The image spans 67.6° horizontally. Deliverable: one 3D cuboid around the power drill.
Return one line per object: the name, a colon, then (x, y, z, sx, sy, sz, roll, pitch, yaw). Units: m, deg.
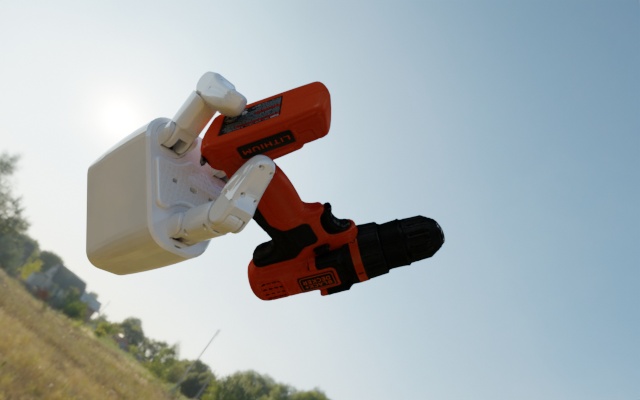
power drill: (0.000, 0.001, 0.401, 0.184, 0.188, 0.057, -17, 33, 9)
